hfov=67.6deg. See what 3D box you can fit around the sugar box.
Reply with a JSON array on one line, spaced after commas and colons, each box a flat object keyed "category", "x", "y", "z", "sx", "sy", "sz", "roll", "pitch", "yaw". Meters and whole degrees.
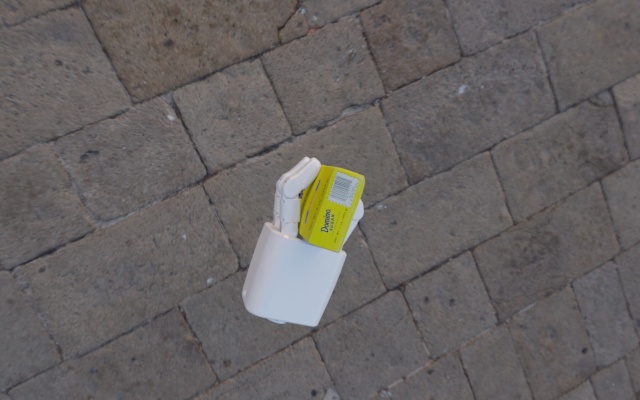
[{"category": "sugar box", "x": 0.000, "y": 0.002, "z": 0.615, "sx": 0.048, "sy": 0.093, "sz": 0.176, "roll": 20, "pitch": 1, "yaw": -16}]
